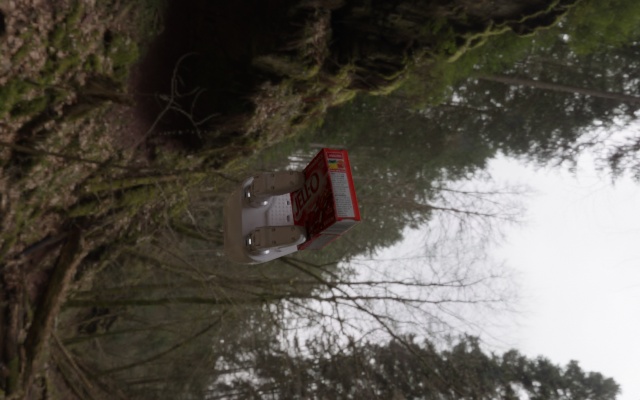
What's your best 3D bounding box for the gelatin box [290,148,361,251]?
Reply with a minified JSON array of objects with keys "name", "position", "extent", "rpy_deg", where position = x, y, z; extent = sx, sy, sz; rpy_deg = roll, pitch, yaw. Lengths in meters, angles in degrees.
[{"name":"gelatin box","position":[0.001,0.001,0.466],"extent":[0.030,0.073,0.089],"rpy_deg":[2,-23,-27]}]
